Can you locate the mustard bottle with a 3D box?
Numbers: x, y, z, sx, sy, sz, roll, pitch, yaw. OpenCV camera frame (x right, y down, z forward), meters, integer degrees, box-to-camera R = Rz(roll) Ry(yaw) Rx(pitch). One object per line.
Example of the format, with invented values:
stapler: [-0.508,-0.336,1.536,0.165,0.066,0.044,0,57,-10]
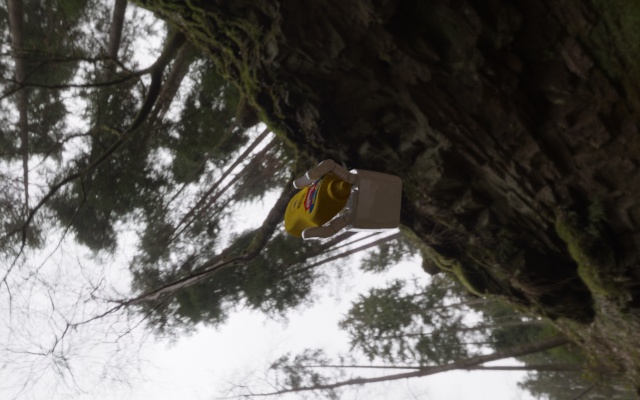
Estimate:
mustard bottle: [0.000,0.003,0.877,0.058,0.096,0.192,30,-29,-18]
